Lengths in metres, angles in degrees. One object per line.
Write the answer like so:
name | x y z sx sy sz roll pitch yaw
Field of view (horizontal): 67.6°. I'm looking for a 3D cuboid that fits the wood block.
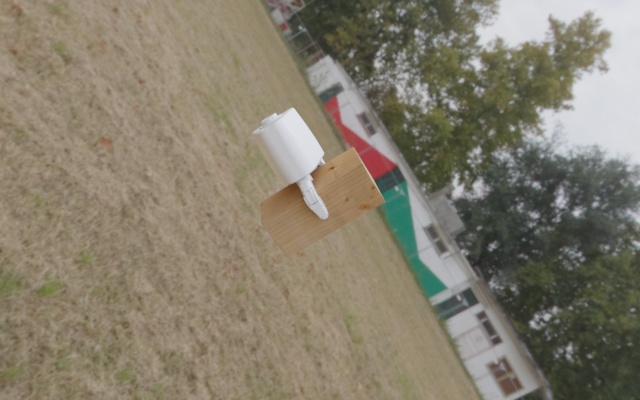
wood block | 0.000 0.003 0.880 0.206 0.090 0.090 -30 27 8
